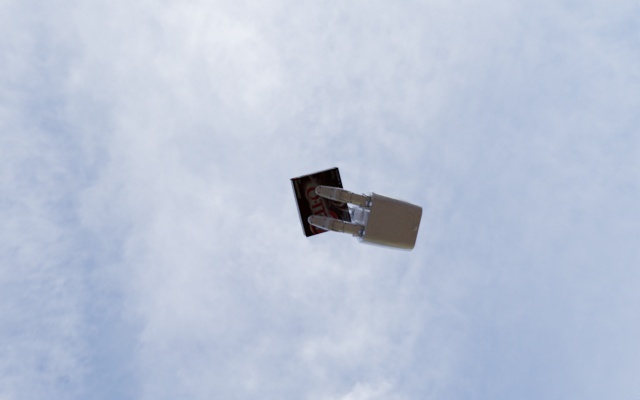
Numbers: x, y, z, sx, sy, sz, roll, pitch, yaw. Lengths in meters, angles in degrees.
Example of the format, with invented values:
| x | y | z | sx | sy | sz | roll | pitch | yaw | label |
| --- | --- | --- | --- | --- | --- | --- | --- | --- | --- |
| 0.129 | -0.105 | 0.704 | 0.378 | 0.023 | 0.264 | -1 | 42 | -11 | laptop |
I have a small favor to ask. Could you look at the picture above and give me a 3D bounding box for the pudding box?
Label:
| x | y | z | sx | sy | sz | roll | pitch | yaw | label |
| --- | --- | --- | --- | --- | --- | --- | --- | --- | --- |
| 0.000 | 0.003 | 0.879 | 0.090 | 0.113 | 0.039 | -16 | 5 | -11 | pudding box |
